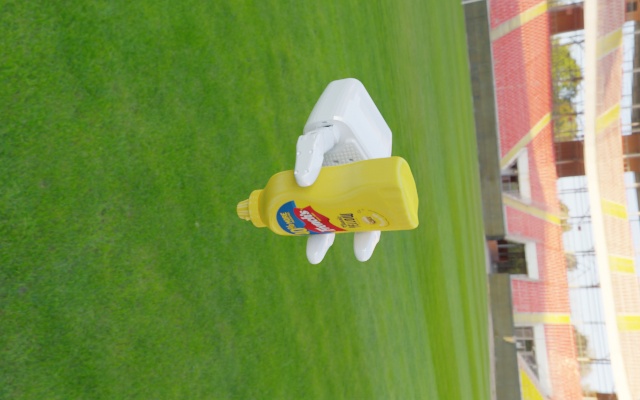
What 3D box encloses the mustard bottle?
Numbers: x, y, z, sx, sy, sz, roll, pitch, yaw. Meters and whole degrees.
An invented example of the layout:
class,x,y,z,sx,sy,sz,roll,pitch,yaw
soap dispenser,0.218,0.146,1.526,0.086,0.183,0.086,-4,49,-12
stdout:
class,x,y,z,sx,sy,sz,roll,pitch,yaw
mustard bottle,0.000,0.002,0.500,0.191,0.058,0.096,-5,-28,20
